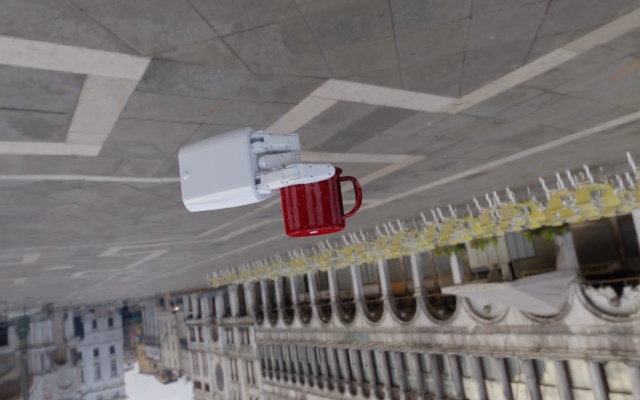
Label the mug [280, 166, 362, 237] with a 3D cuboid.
[{"bbox_3d":[0.002,0.002,0.638,0.117,0.081,0.093,-10,-10,19],"label":"mug"}]
